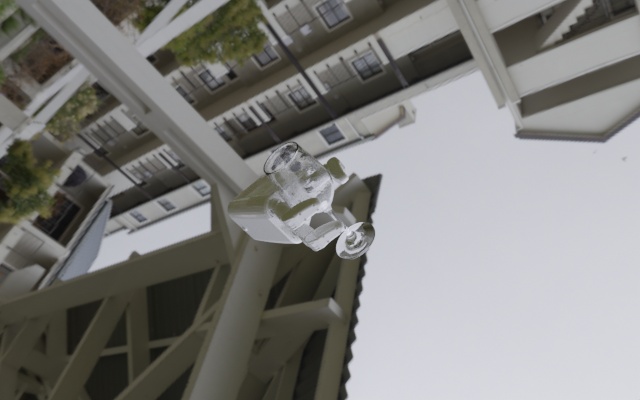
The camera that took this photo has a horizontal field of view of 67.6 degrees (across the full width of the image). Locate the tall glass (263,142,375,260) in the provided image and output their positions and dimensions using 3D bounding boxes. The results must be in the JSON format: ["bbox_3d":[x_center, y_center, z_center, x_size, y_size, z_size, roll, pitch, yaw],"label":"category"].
[{"bbox_3d":[0.001,0.003,0.722,0.079,0.079,0.201,0,-39,47],"label":"tall glass"}]
